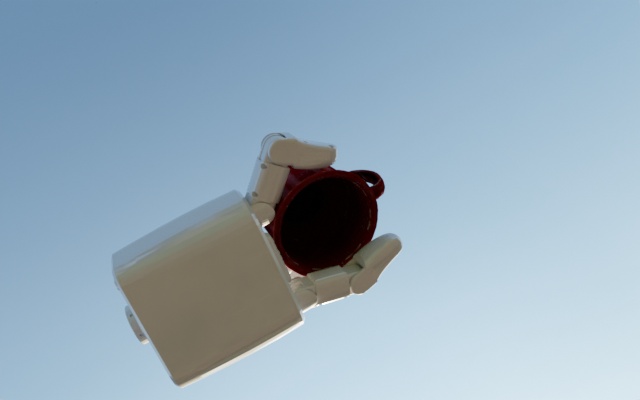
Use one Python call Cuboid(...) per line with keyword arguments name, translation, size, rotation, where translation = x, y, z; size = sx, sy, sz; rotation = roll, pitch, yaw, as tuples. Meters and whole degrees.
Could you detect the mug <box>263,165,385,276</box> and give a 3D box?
Cuboid(name="mug", translation=(0.001, 0.001, 0.419), size=(0.117, 0.093, 0.081), rotation=(-27, 30, -14))
